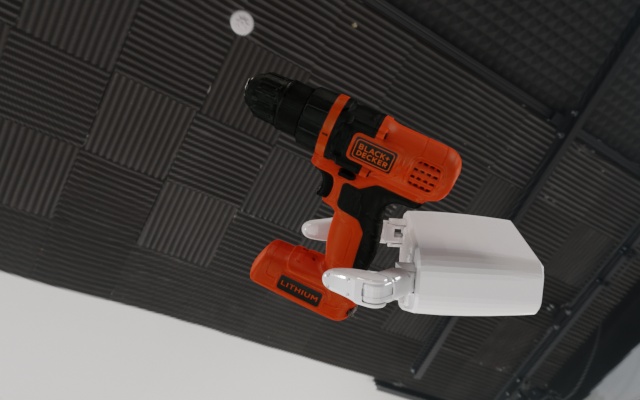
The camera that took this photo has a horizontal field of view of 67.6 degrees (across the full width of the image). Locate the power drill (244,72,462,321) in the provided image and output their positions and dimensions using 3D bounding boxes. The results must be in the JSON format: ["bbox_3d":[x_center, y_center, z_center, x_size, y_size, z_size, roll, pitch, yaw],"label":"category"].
[{"bbox_3d":[0.000,0.002,0.414,0.184,0.188,0.057,26,29,7],"label":"power drill"}]
